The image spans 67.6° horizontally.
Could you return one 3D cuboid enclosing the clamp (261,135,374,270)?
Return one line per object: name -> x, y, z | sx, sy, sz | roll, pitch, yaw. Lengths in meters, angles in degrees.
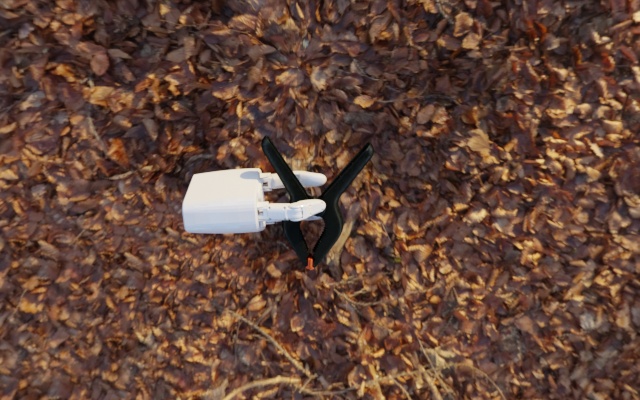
clamp -> 0.000, 0.003, 0.722 | 0.164, 0.210, 0.036 | -3, 16, 1
